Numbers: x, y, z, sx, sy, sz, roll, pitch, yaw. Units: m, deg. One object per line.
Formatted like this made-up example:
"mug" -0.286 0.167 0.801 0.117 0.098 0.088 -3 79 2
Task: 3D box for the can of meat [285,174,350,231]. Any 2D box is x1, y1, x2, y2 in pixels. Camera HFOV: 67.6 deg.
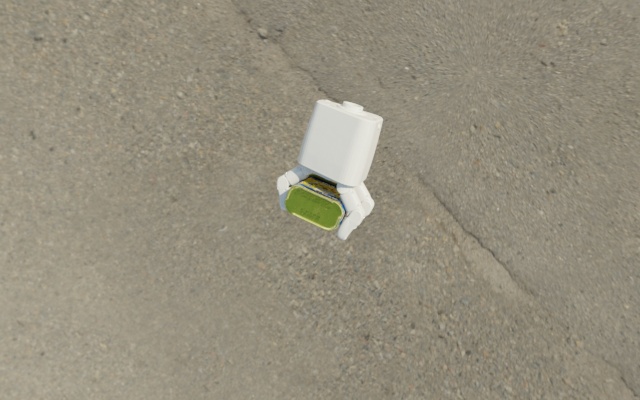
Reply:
"can of meat" 0.000 0.003 0.790 0.102 0.057 0.084 24 19 11
